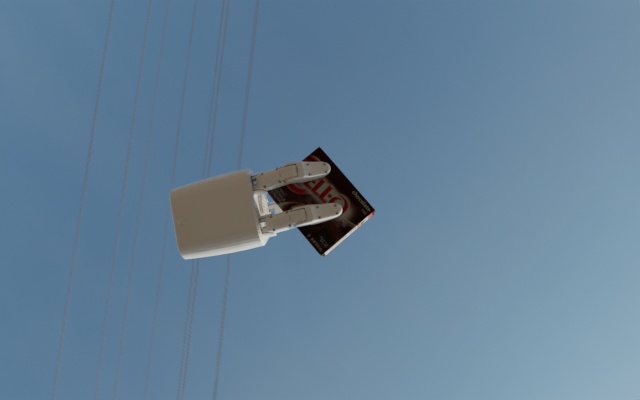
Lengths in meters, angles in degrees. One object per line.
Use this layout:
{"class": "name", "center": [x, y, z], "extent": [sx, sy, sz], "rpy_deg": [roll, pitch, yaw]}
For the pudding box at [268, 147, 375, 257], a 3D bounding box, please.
{"class": "pudding box", "center": [0.000, 0.002, 0.614], "extent": [0.090, 0.113, 0.039], "rpy_deg": [-40, -8, -4]}
